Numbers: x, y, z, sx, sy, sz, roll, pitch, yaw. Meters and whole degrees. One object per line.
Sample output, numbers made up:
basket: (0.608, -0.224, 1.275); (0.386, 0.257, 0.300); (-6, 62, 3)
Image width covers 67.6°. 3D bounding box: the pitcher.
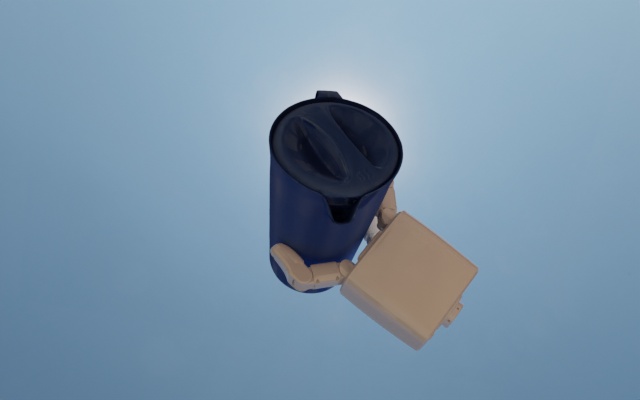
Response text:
pitcher: (0.000, 0.002, 0.564); (0.145, 0.243, 0.149); (37, 56, 16)
